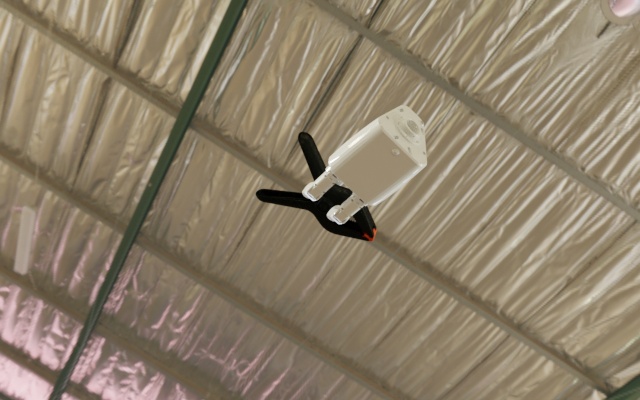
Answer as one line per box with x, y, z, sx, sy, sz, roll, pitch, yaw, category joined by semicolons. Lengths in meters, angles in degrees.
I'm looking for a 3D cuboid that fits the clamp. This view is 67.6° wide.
0.001;0.002;0.793;0.165;0.210;0.036;-39;15;39;clamp
